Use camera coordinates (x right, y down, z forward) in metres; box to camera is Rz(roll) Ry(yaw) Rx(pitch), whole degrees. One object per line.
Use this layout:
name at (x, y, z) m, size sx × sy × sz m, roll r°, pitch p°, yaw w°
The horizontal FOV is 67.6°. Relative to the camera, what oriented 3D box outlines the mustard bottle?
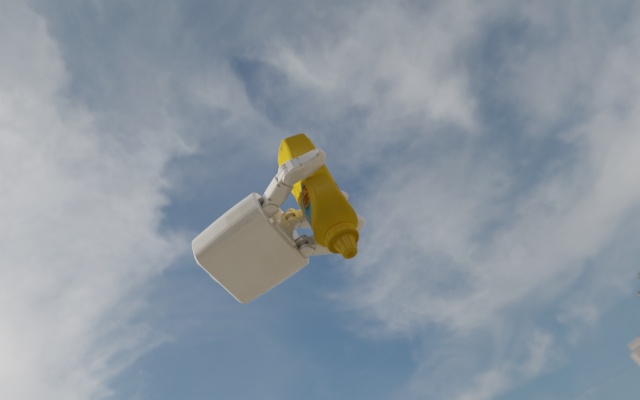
mustard bottle at (0.000, 0.002, 0.609) m, size 0.058 × 0.096 × 0.191 m, roll -18°, pitch 44°, yaw -11°
